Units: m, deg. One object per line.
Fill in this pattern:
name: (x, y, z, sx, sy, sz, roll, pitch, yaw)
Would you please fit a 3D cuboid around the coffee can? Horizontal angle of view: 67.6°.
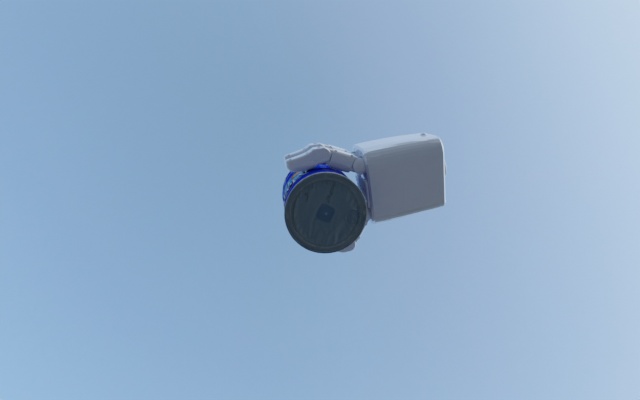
coffee can: (0.000, 0.002, 0.652, 0.103, 0.103, 0.140, 0, 12, -6)
